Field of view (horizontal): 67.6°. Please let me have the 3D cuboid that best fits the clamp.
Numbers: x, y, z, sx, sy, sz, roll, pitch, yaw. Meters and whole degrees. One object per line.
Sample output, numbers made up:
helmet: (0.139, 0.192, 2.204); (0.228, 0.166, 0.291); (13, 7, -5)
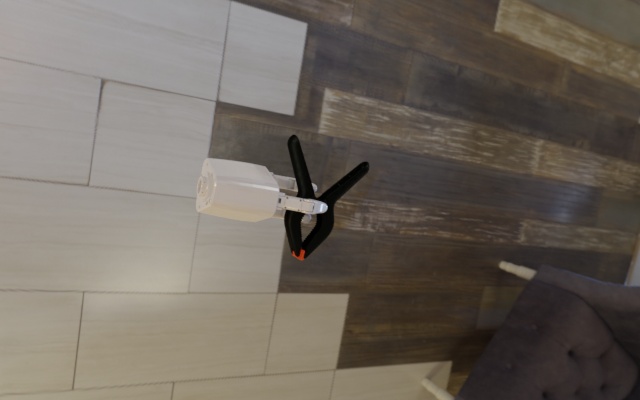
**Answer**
clamp: (0.000, 0.003, 0.842); (0.164, 0.210, 0.036); (9, 5, -26)
